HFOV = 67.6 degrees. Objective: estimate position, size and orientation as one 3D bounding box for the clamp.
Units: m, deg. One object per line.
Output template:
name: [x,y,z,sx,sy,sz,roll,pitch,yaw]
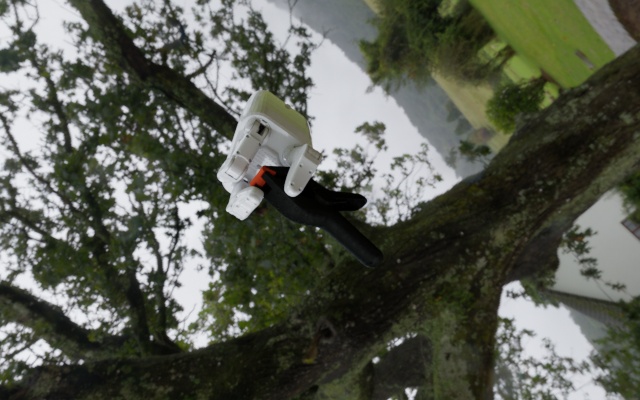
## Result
clamp: [0.000,0.002,0.561,0.171,0.039,0.120,33,22,-19]
